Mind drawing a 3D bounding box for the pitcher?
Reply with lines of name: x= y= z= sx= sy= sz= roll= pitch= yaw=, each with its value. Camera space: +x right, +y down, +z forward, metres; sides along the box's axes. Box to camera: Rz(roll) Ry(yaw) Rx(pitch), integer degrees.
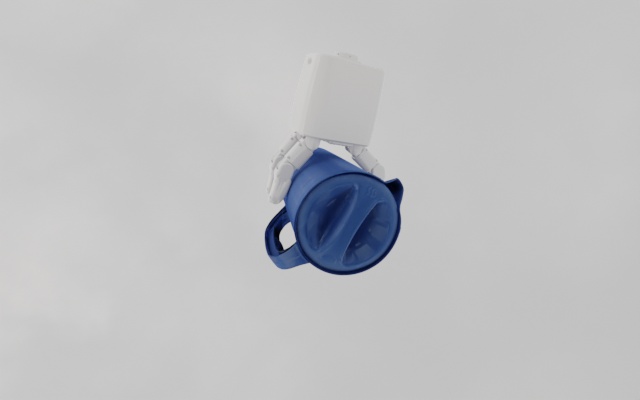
pitcher: x=0.000 y=0.002 z=0.674 sx=0.149 sy=0.145 sz=0.242 roll=8 pitch=14 yaw=-16
